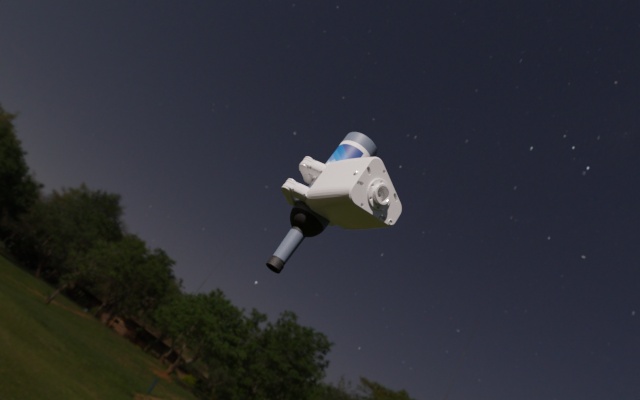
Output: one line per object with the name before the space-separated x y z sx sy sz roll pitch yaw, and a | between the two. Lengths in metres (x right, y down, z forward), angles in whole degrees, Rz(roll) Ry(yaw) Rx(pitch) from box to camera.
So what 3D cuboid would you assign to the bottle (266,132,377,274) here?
bottle | 0.000 0.003 0.832 0.069 0.295 0.069 28 -27 16
